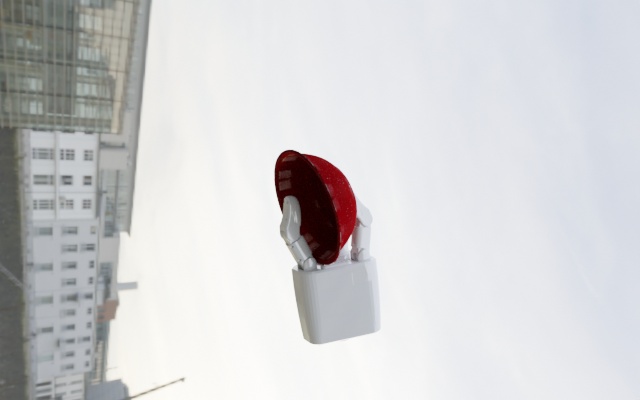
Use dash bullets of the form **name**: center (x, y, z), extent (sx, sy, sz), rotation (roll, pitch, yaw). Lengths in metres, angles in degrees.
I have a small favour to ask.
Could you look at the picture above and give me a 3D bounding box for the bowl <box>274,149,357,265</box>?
- **bowl**: center (0.000, 0.001, 0.639), extent (0.055, 0.162, 0.162), rotation (-22, 10, -27)
